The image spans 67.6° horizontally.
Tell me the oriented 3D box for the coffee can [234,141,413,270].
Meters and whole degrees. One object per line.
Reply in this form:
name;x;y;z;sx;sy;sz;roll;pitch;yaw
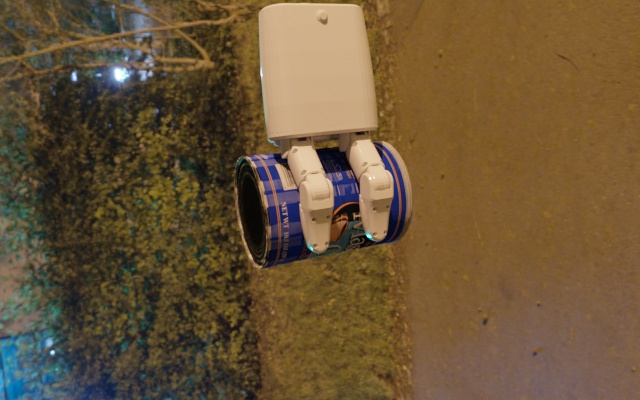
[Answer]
coffee can;0.000;0.002;0.451;0.140;0.103;0.103;-9;3;-22
